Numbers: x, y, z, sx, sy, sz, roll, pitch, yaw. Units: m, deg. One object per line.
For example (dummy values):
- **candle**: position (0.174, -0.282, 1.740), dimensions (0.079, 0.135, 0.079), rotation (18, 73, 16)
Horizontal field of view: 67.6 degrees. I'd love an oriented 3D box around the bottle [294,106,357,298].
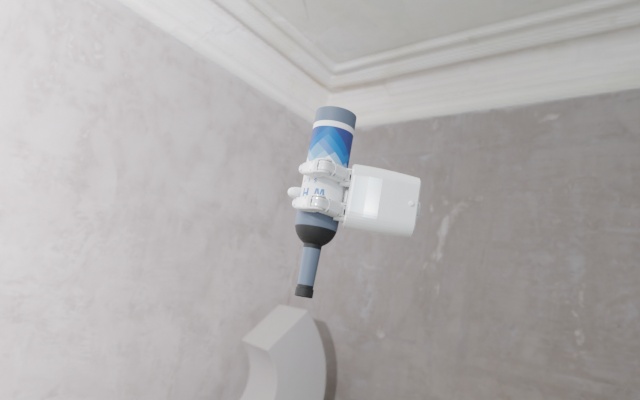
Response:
- **bottle**: position (0.000, 0.002, 0.743), dimensions (0.069, 0.295, 0.069), rotation (10, -12, 2)
